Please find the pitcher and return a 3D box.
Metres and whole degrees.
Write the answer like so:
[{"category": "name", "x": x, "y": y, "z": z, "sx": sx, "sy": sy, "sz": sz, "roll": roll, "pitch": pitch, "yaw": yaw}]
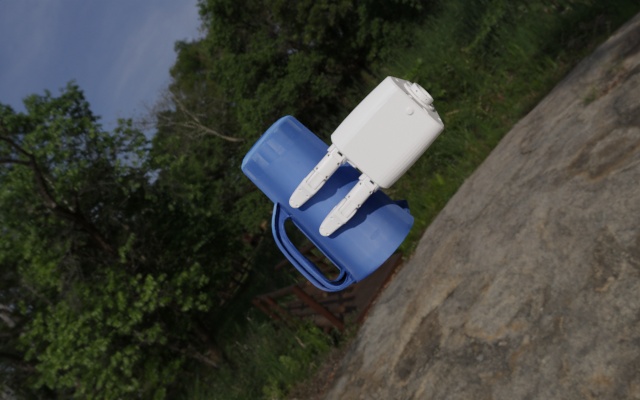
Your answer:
[{"category": "pitcher", "x": 0.000, "y": 0.002, "z": 0.691, "sx": 0.145, "sy": 0.243, "sz": 0.149, "roll": -46, "pitch": 4, "yaw": 27}]
